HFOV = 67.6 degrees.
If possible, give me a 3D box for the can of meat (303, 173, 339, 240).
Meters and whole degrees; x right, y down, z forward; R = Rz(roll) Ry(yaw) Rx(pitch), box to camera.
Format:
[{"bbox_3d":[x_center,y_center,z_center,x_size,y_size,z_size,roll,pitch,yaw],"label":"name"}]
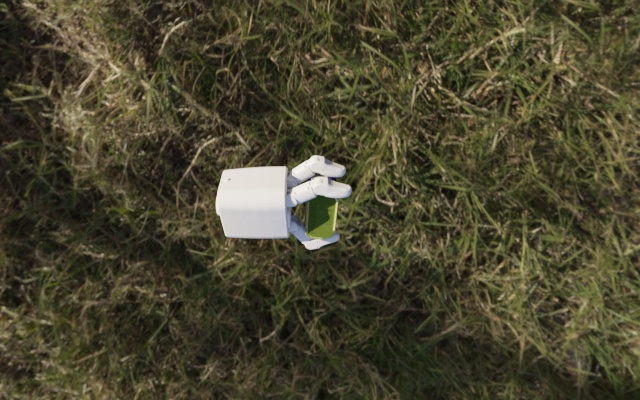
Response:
[{"bbox_3d":[0.000,0.003,0.800,0.057,0.102,0.084,2,35,-3],"label":"can of meat"}]
